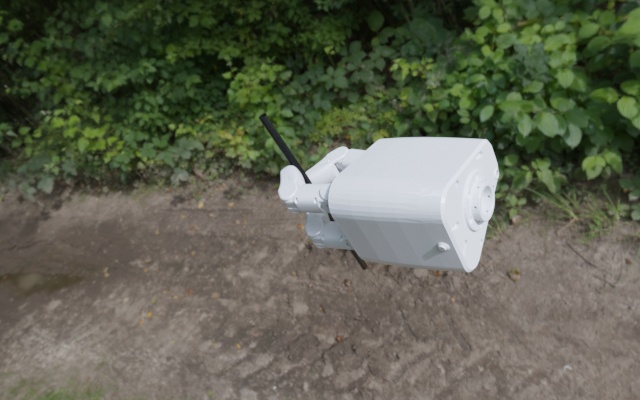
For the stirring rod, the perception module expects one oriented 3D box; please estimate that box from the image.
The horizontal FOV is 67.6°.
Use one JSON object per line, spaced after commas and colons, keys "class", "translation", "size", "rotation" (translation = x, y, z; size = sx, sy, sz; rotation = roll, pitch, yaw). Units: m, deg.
{"class": "stirring rod", "translation": [0.000, 0.002, 0.517], "size": [0.011, 0.011, 0.240], "rotation": [0, -42, 37]}
